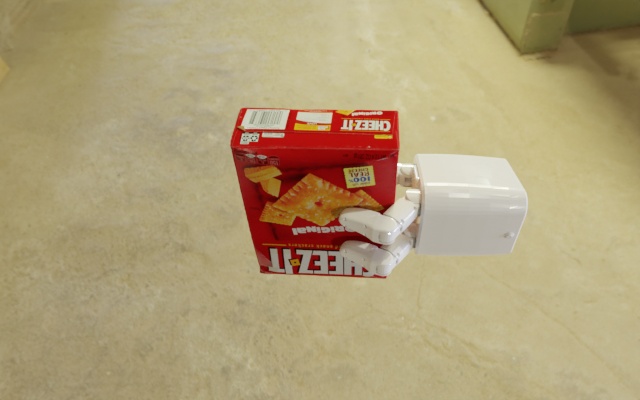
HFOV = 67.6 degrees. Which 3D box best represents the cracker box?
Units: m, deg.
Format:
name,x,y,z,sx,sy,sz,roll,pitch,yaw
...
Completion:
name,x,y,z,sx,sy,sz,roll,pitch,yaw
cracker box,0.000,0.002,0.538,0.164,0.072,0.214,2,-44,6
